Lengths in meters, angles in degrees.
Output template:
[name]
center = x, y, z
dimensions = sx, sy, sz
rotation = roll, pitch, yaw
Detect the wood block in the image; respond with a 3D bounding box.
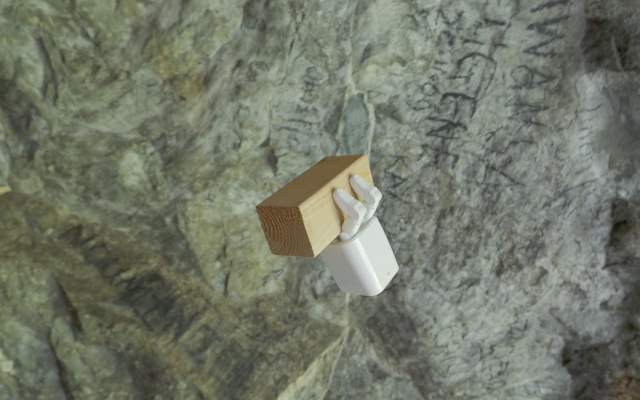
[wood block]
center = 0.000, 0.003, 0.799
dimensions = 0.091, 0.090, 0.206
rotation = -1, 25, 36
